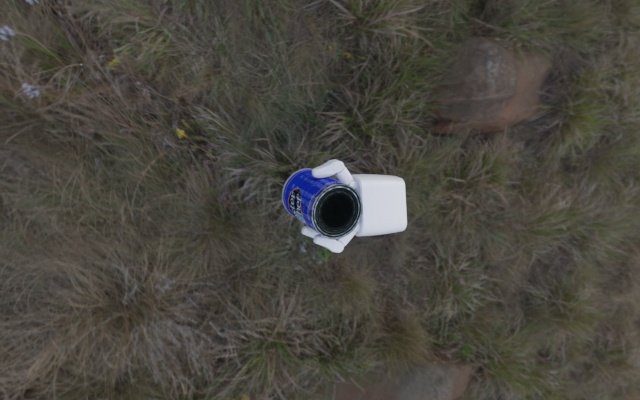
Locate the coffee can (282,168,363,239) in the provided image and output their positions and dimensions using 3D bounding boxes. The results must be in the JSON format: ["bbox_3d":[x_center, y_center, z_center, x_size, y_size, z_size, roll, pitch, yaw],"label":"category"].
[{"bbox_3d":[0.000,0.003,0.897,0.103,0.103,0.140,0,14,-27],"label":"coffee can"}]
